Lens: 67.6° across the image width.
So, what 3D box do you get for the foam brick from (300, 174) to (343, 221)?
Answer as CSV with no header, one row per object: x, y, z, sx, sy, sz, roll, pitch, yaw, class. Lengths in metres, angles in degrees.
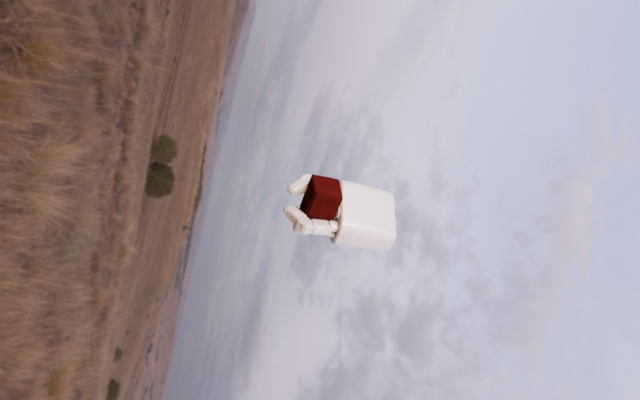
0.000,0.003,0.825,0.051,0.078,0.053,10,40,-16,foam brick
